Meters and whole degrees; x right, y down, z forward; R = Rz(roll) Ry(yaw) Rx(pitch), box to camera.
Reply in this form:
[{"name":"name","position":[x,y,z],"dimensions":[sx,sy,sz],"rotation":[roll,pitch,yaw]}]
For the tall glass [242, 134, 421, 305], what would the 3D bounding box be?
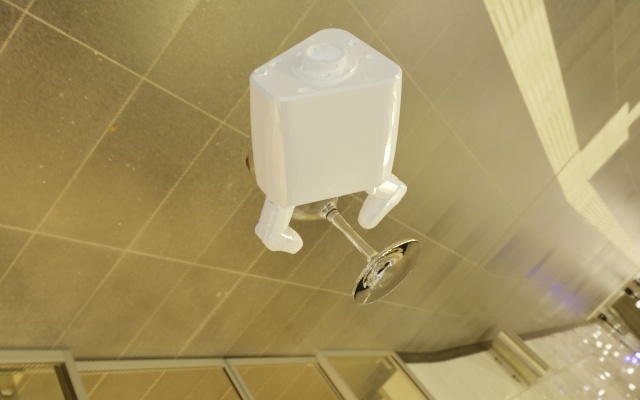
[{"name":"tall glass","position":[0.000,0.002,0.458],"dimensions":[0.079,0.079,0.201],"rotation":[0,37,-46]}]
